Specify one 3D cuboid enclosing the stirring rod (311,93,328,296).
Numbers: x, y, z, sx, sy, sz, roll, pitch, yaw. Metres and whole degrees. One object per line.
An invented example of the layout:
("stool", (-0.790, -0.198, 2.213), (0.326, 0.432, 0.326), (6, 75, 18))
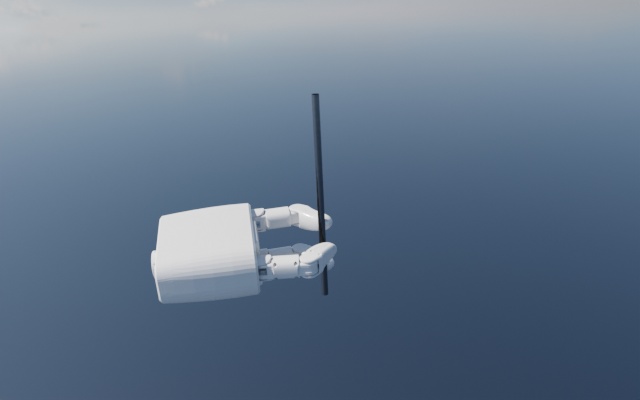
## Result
("stirring rod", (0.000, 0.002, 0.538), (0.011, 0.240, 0.011), (-2, 21, 1))
